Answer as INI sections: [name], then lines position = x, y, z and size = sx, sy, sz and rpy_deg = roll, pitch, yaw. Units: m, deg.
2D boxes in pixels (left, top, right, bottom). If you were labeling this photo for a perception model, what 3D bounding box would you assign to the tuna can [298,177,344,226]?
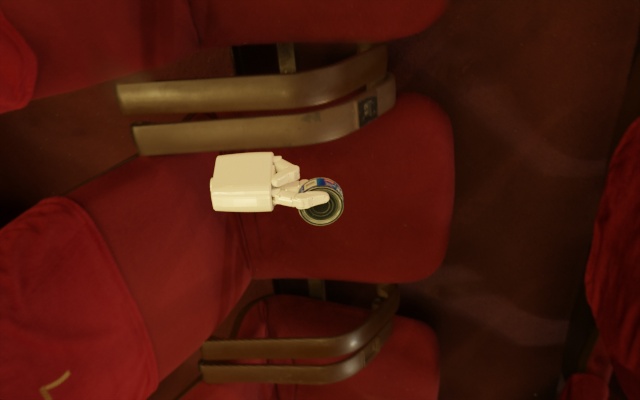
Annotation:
[tuna can]
position = 0.000, 0.003, 0.875
size = 0.086, 0.086, 0.033
rpy_deg = 0, 30, -4
